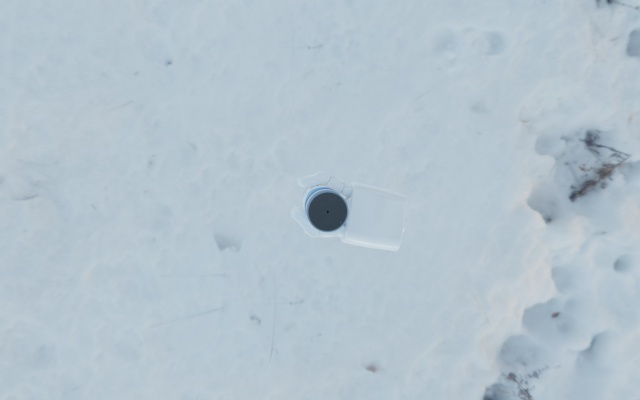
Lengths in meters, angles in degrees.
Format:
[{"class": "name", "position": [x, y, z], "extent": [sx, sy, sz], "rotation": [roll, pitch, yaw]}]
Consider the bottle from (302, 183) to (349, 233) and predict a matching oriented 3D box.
[{"class": "bottle", "position": [0.000, 0.003, 0.898], "extent": [0.069, 0.069, 0.295], "rotation": [0, 6, -4]}]
